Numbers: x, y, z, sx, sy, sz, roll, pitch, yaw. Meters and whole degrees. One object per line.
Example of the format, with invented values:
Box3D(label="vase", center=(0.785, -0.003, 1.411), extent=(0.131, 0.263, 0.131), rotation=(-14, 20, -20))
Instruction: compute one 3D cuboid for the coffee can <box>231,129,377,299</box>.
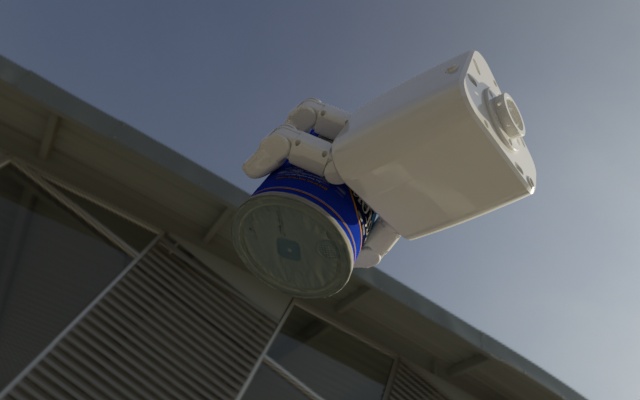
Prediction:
Box3D(label="coffee can", center=(0.000, 0.002, 0.423), extent=(0.103, 0.103, 0.140), rotation=(0, 33, 25))
